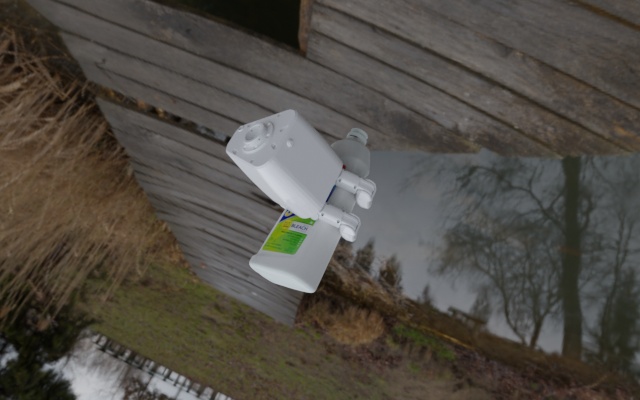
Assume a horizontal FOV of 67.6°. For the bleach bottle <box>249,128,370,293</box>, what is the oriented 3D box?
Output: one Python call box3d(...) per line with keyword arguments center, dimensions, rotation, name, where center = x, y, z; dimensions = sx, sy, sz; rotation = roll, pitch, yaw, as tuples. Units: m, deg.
box3d(center=(0.000, 0.002, 0.685), dimensions=(0.102, 0.250, 0.068), rotation=(6, -30, 42), name="bleach bottle")
